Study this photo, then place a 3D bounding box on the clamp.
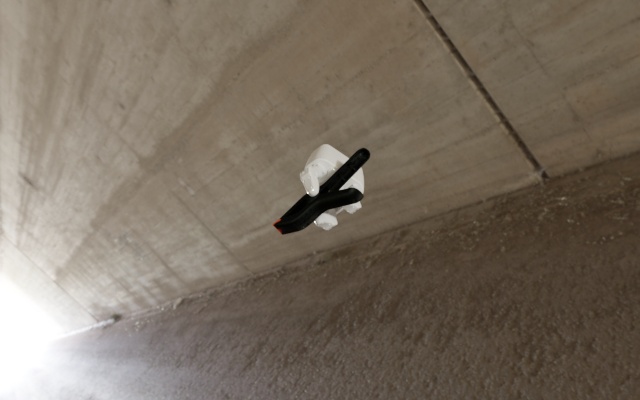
[{"bbox_3d":[-0.001,0.002,0.813,0.210,0.036,0.164,-37,17,19],"label":"clamp"}]
